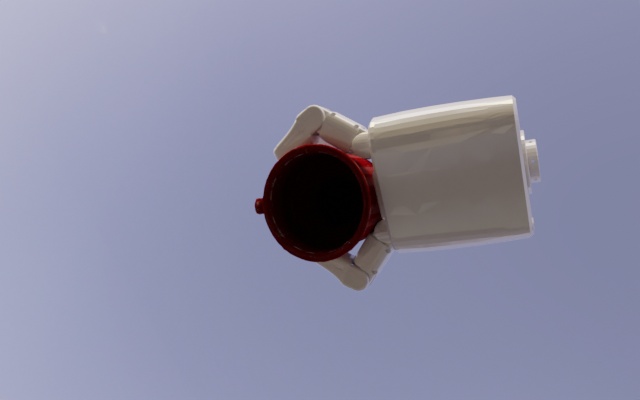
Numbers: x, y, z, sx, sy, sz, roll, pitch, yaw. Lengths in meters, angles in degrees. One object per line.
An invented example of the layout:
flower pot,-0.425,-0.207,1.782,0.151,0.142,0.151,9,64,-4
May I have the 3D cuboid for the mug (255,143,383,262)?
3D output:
mug,-0.001,0.002,0.415,0.117,0.093,0.081,-7,0,24
